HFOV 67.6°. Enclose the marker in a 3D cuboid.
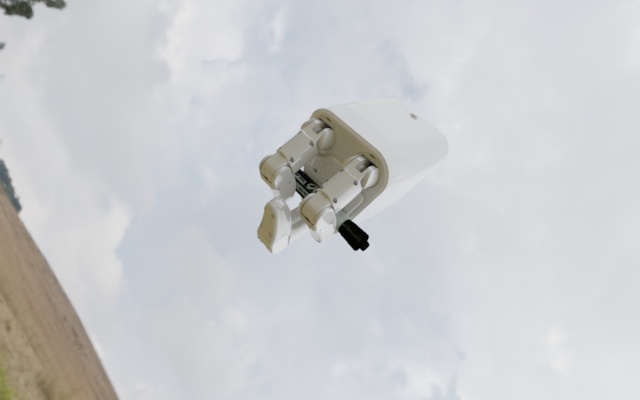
[{"bbox_3d":[0.000,0.001,0.431,0.121,0.020,0.020,45,22,24],"label":"marker"}]
